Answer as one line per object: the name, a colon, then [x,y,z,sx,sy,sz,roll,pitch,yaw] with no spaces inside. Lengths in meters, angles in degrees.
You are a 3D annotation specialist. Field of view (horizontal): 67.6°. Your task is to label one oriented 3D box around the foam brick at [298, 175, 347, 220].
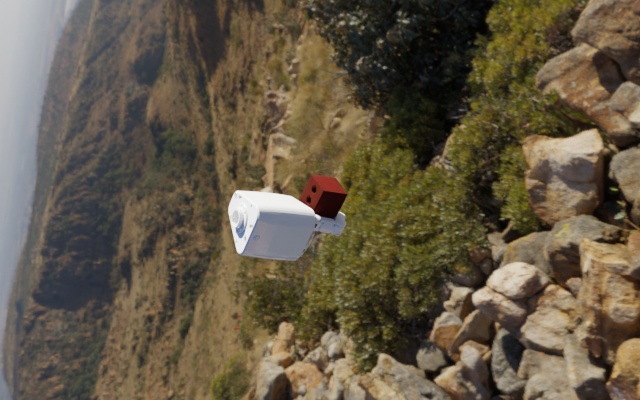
foam brick: [0.000,0.002,0.819,0.051,0.078,0.053,9,30,-34]
